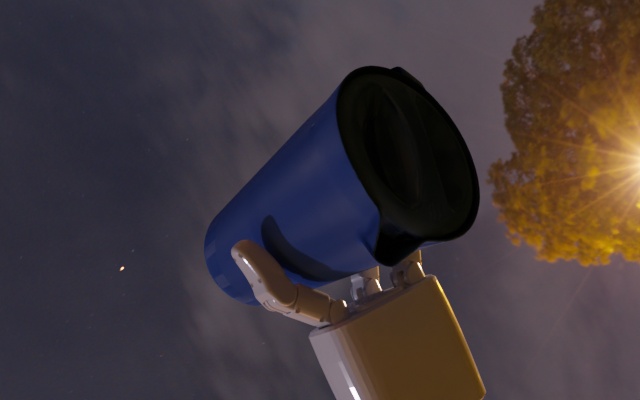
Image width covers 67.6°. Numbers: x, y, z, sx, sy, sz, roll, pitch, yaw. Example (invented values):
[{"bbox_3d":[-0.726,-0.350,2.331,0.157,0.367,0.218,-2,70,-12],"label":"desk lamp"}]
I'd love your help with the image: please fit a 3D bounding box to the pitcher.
[{"bbox_3d":[0.000,0.002,0.410,0.149,0.145,0.243,-20,-9,-44],"label":"pitcher"}]
